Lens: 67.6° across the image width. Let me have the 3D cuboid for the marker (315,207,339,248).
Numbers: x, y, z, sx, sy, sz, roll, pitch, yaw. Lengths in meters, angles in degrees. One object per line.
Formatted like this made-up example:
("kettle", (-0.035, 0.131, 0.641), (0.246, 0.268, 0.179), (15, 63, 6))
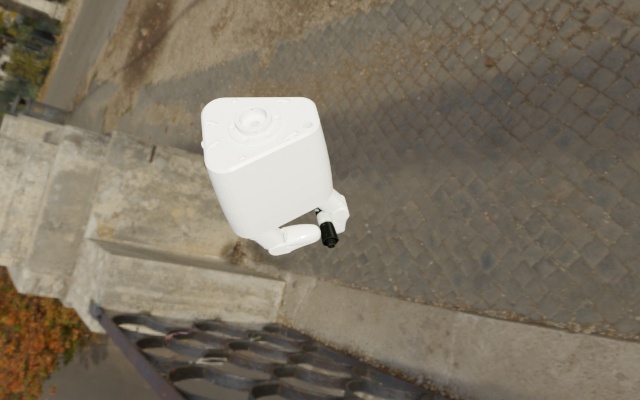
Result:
("marker", (0.000, 0.002, 0.554), (0.020, 0.121, 0.020), (-9, -35, -7))
